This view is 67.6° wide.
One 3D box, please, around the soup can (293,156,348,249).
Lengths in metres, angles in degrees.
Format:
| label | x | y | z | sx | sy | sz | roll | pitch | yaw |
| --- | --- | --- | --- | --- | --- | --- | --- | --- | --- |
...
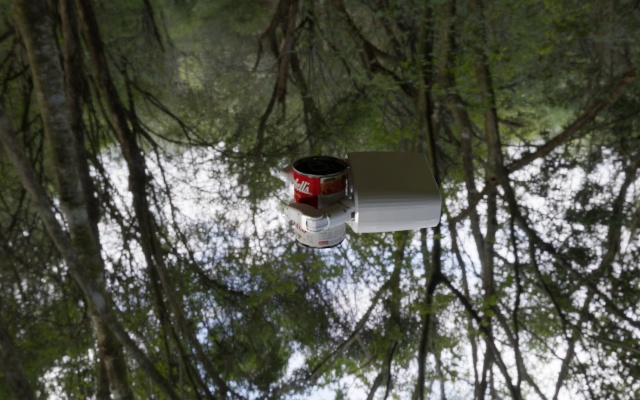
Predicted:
| label | x | y | z | sx | sy | sz | roll | pitch | yaw |
| --- | --- | --- | --- | --- | --- | --- | --- | --- | --- |
| soup can | 0.000 | 0.002 | 0.609 | 0.068 | 0.102 | 0.068 | 0 | 25 | 0 |
